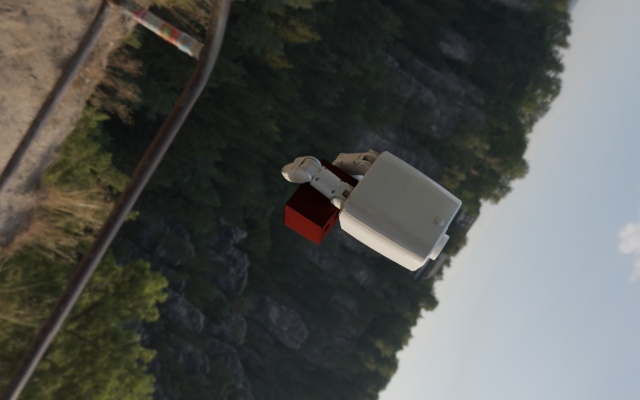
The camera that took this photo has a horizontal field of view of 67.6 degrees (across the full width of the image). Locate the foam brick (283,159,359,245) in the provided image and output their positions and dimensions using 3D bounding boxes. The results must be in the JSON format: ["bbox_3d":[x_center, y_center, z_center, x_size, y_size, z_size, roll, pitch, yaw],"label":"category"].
[{"bbox_3d":[0.000,0.002,0.559,0.051,0.078,0.053,34,-25,10],"label":"foam brick"}]
